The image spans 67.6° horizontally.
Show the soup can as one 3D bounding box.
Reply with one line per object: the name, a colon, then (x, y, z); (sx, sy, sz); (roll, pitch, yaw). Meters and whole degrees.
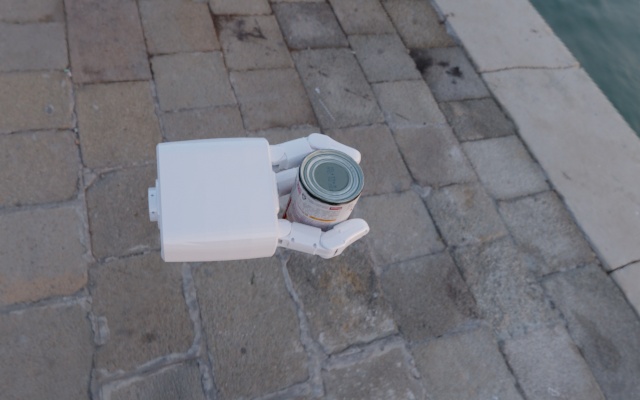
soup can: (0.001, 0.002, 0.502); (0.068, 0.068, 0.102); (0, -32, -15)
